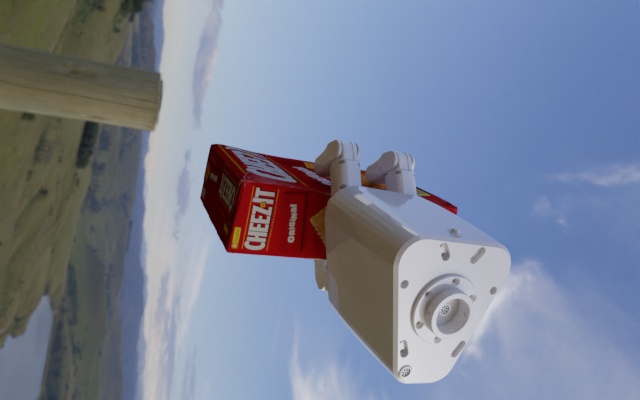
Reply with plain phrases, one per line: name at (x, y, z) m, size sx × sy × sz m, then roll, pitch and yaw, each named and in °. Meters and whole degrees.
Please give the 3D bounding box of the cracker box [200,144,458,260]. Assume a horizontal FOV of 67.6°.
cracker box at (0.000, 0.002, 0.485) m, size 0.214 × 0.072 × 0.164 m, roll 8°, pitch 12°, yaw -24°
